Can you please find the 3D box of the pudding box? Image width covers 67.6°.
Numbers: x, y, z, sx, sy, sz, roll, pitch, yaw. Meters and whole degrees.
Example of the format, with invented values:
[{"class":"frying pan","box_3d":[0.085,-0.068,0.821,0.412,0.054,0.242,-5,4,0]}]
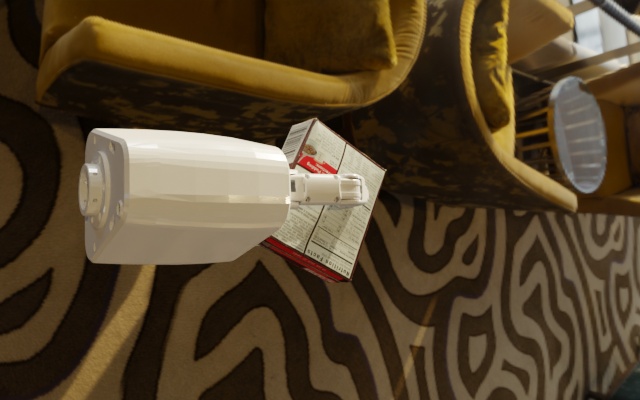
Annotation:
[{"class":"pudding box","box_3d":[0.000,0.001,0.402,0.090,0.113,0.039,33,-24,-28]}]
